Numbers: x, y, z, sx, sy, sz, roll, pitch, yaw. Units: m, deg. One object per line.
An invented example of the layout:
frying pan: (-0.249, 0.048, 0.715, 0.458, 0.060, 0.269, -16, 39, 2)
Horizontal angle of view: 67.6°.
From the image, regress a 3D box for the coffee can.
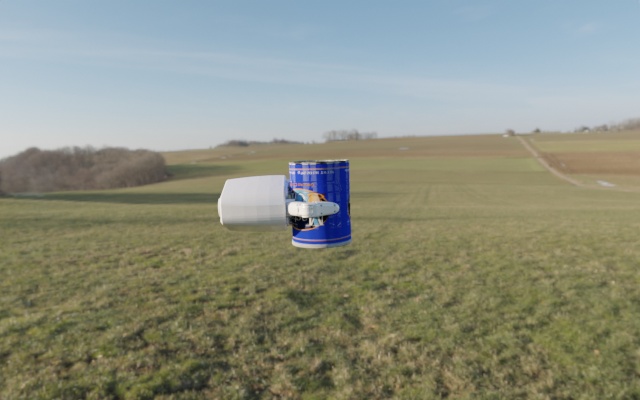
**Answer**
coffee can: (0.000, 0.003, 0.811, 0.103, 0.140, 0.103, -2, 6, 0)
